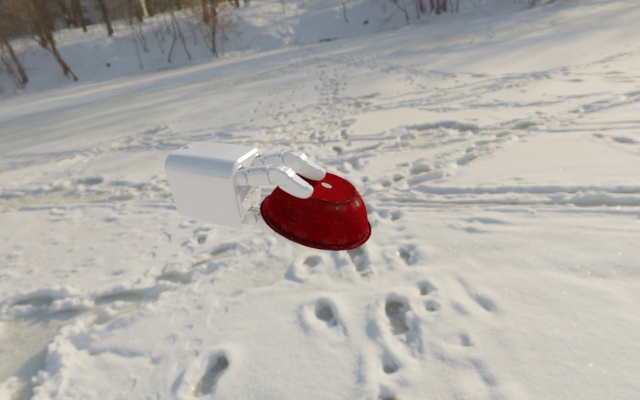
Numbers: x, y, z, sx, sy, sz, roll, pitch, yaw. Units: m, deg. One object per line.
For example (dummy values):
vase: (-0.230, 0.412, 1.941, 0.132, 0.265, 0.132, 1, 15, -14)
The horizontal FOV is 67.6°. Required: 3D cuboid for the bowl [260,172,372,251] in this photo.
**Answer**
bowl: (0.002, 0.002, 0.663, 0.162, 0.055, 0.162, 12, 27, -6)
